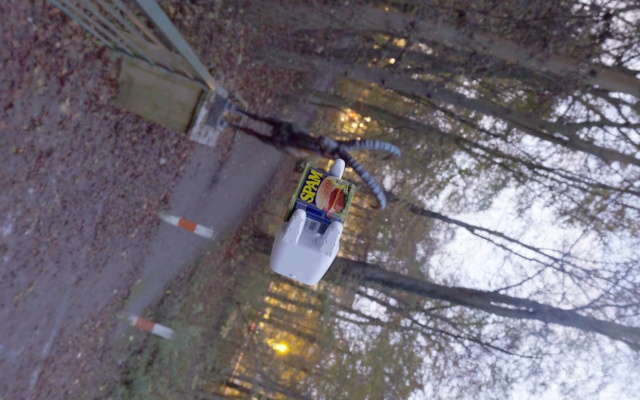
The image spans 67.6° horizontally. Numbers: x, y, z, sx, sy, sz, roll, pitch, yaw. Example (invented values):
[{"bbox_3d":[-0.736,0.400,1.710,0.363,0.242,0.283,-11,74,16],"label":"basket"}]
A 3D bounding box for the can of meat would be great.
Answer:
[{"bbox_3d":[0.000,0.002,0.725,0.084,0.102,0.057,22,-45,-2],"label":"can of meat"}]
